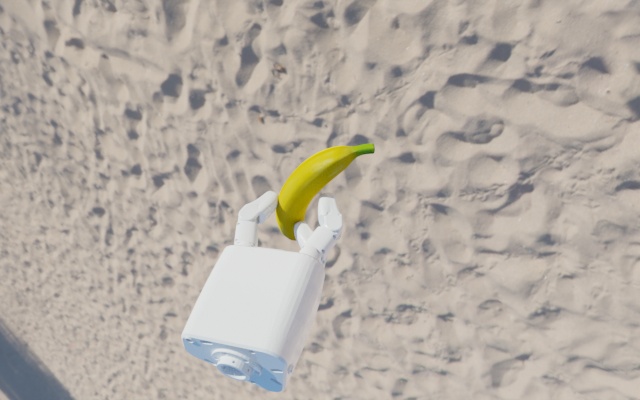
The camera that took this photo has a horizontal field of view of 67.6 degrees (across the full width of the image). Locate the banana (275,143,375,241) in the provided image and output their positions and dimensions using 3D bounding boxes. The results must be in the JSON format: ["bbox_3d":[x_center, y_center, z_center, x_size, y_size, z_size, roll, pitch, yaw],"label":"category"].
[{"bbox_3d":[-0.015,-0.005,0.563,0.069,0.037,0.198,16,-39,-23],"label":"banana"}]
